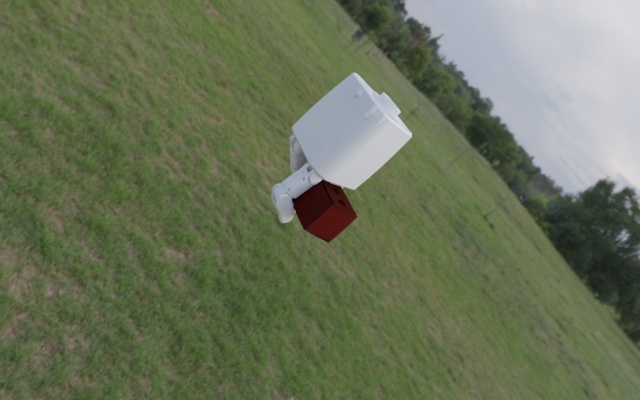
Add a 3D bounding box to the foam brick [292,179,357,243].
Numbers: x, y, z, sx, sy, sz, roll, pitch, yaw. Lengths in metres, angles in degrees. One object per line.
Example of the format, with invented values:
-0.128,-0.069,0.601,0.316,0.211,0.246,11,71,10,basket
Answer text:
0.000,0.002,0.598,0.051,0.078,0.053,-40,-40,17,foam brick
